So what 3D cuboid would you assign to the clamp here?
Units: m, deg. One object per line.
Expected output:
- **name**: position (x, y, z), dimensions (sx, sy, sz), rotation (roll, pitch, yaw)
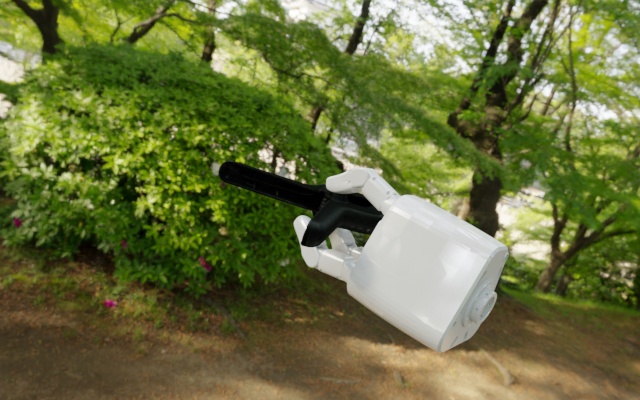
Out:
- **clamp**: position (0.001, 0.001, 0.534), dimensions (0.164, 0.036, 0.210), rotation (33, 18, 35)
